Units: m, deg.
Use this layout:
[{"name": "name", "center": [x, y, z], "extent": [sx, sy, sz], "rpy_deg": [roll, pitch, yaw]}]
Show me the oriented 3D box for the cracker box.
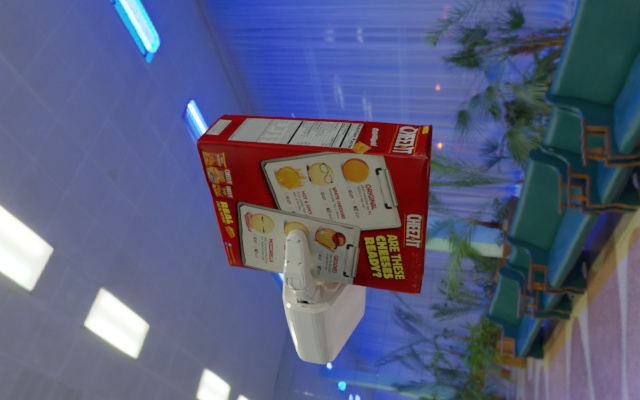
[{"name": "cracker box", "center": [0.000, 0.002, 0.484], "extent": [0.213, 0.164, 0.072], "rpy_deg": [5, 38, 15]}]
